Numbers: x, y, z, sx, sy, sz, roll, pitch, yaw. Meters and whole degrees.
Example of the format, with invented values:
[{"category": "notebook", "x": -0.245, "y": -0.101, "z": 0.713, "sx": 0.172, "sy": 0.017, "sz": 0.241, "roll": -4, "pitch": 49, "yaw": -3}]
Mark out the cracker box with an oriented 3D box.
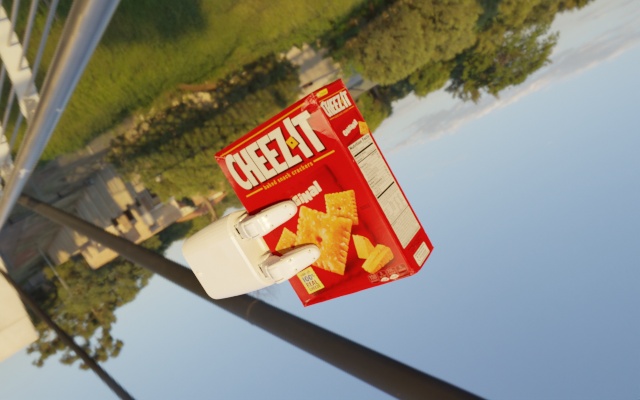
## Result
[{"category": "cracker box", "x": 0.000, "y": 0.002, "z": 0.535, "sx": 0.164, "sy": 0.214, "sz": 0.072, "roll": -24, "pitch": 10, "yaw": 37}]
